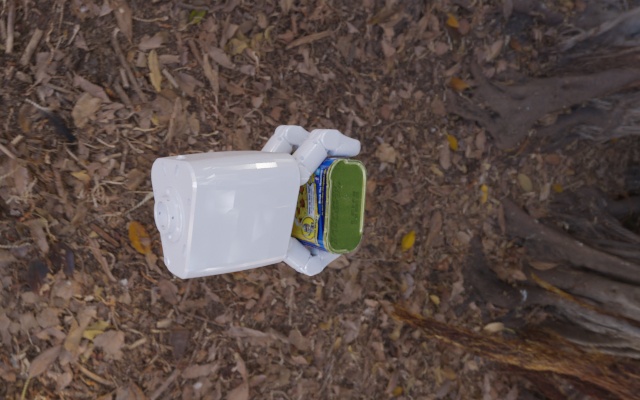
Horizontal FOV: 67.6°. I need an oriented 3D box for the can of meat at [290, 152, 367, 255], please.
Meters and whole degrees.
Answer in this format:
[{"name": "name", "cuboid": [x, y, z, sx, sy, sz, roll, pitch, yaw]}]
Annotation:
[{"name": "can of meat", "cuboid": [0.000, 0.002, 0.507, 0.057, 0.102, 0.084, -3, 9, -40]}]
